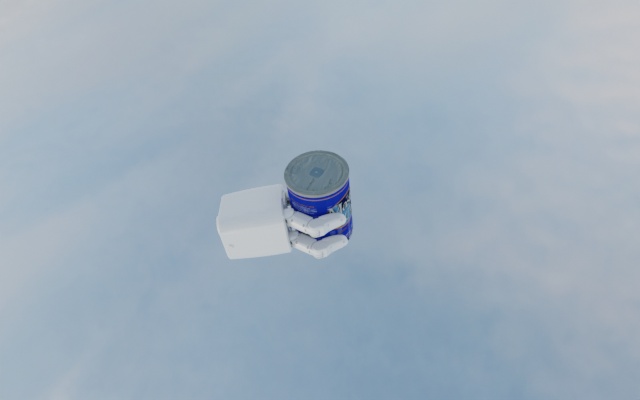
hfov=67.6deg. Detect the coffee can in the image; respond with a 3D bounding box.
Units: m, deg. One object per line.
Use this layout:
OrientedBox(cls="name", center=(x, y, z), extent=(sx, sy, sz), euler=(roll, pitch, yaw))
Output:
OrientedBox(cls="coffee can", center=(0.000, 0.002, 0.794), extent=(0.103, 0.102, 0.140), euler=(0, -43, 8))
